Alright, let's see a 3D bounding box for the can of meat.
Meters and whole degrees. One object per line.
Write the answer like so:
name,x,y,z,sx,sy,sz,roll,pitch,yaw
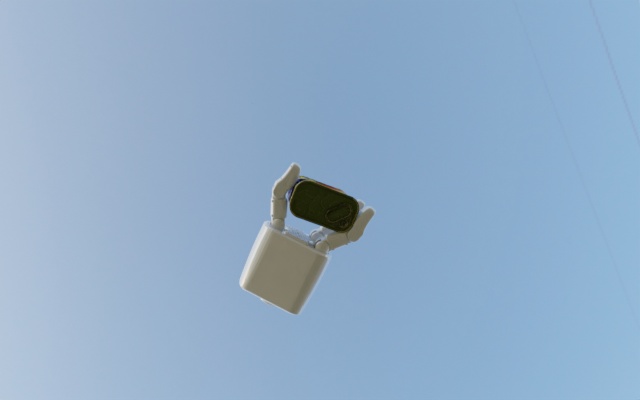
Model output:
can of meat,0.000,0.002,0.736,0.102,0.057,0.084,20,7,-12
